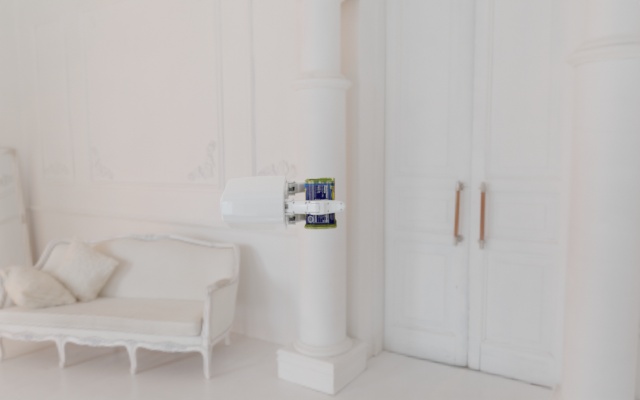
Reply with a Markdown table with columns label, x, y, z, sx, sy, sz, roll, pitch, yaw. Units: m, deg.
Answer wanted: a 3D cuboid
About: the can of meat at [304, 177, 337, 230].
| label | x | y | z | sx | sy | sz | roll | pitch | yaw |
| --- | --- | --- | --- | --- | --- | --- | --- | --- | --- |
| can of meat | 0.000 | 0.002 | 0.855 | 0.057 | 0.084 | 0.102 | -1 | 5 | 2 |
